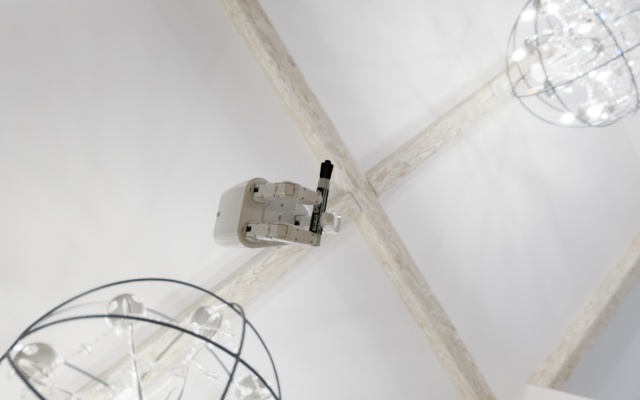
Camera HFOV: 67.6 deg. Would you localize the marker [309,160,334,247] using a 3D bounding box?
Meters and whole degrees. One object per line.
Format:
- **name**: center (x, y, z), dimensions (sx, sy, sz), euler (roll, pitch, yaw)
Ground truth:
- **marker**: center (0.000, 0.002, 0.650), dimensions (0.020, 0.121, 0.020), euler (9, -13, 2)
